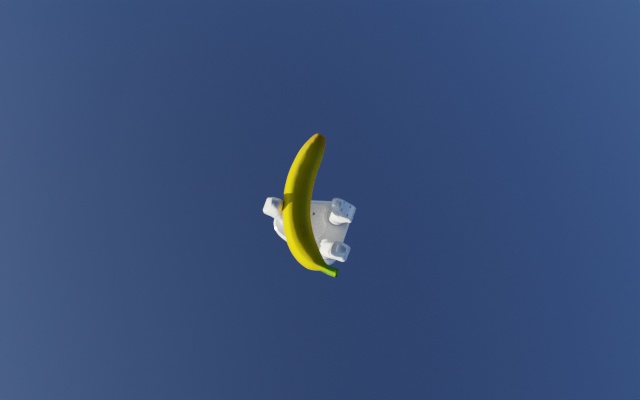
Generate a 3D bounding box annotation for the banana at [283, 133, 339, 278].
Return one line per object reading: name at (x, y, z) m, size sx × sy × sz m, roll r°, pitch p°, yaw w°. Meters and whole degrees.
banana at (-0.018, 0.008, 0.644) m, size 0.069 × 0.197 × 0.037 m, roll -7°, pitch -12°, yaw 5°
